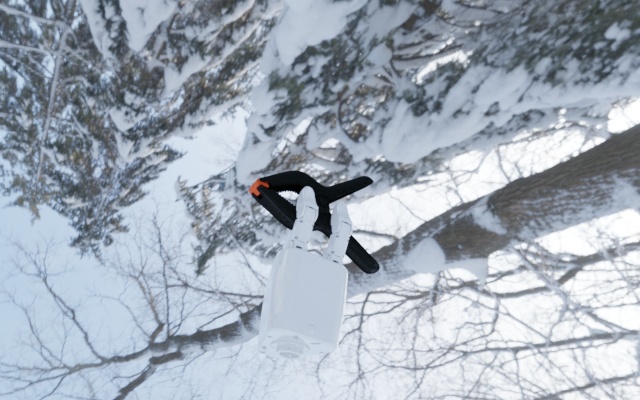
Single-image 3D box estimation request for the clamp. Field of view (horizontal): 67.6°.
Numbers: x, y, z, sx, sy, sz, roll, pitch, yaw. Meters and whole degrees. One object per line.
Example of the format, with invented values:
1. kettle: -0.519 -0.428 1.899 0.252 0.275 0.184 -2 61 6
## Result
1. clamp: -0.001 0.003 0.691 0.210 0.164 0.036 24 -40 -21
